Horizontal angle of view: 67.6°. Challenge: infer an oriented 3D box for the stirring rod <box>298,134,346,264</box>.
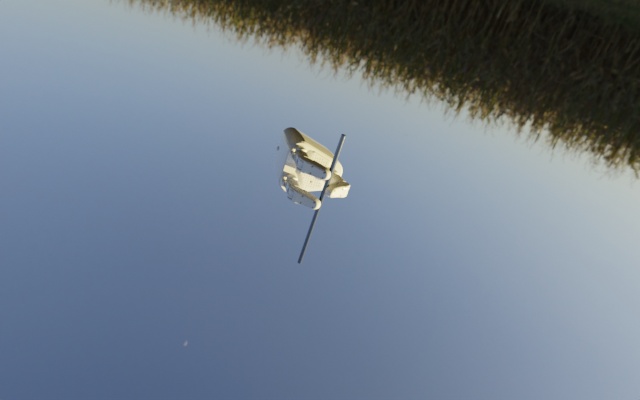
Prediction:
[{"bbox_3d":[0.000,0.003,0.798,0.011,0.240,0.011,17,21,-6],"label":"stirring rod"}]
